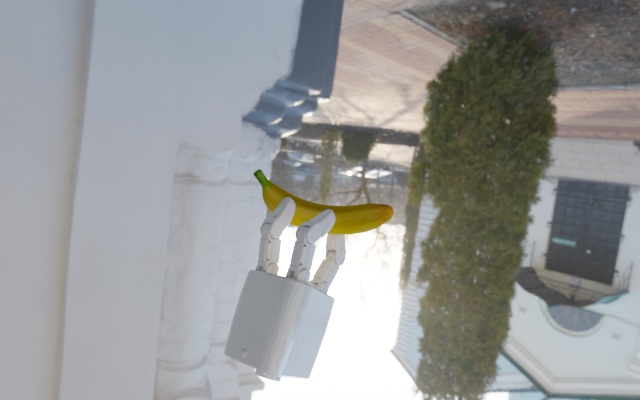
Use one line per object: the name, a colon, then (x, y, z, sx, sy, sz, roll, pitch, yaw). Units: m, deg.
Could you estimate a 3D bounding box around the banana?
banana: (-0.001, 0.013, 0.622, 0.198, 0.037, 0.070, 15, -37, 21)
